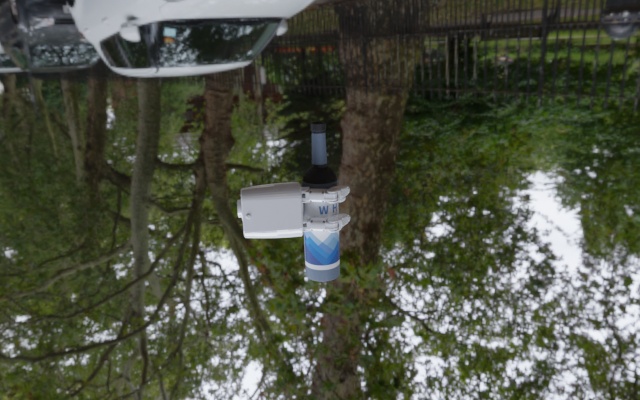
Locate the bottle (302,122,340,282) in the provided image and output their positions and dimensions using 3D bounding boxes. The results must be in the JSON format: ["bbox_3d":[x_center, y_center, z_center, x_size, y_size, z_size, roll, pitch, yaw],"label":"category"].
[{"bbox_3d":[0.000,0.003,0.889,0.069,0.296,0.069,-2,17,1],"label":"bottle"}]
